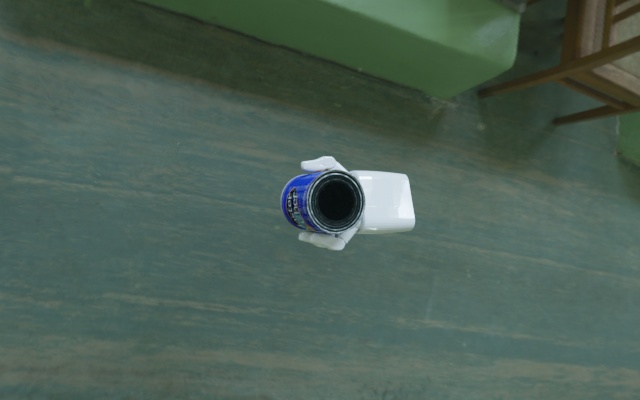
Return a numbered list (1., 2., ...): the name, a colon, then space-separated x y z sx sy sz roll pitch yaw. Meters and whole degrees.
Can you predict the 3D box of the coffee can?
1. coffee can: 0.000 0.003 0.818 0.103 0.103 0.140 0 0 -22
